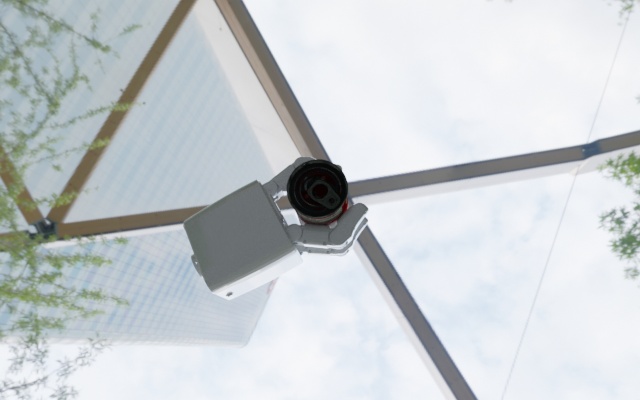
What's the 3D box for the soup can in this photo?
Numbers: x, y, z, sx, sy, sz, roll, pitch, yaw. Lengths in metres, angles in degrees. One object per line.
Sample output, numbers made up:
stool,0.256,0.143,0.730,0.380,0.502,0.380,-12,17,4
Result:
soup can,0.000,0.002,0.569,0.068,0.068,0.102,0,-18,4
